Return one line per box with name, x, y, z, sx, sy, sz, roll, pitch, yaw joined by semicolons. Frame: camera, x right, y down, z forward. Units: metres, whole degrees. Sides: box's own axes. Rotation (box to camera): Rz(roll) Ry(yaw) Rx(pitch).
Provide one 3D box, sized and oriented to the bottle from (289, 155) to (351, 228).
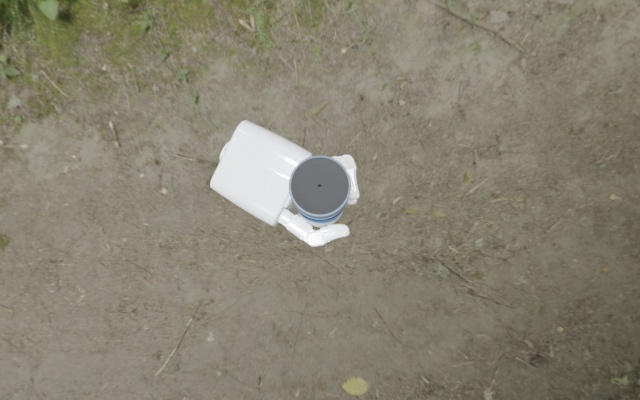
bottle;0.000;0.002;0.651;0.069;0.069;0.296;0;-7;0
